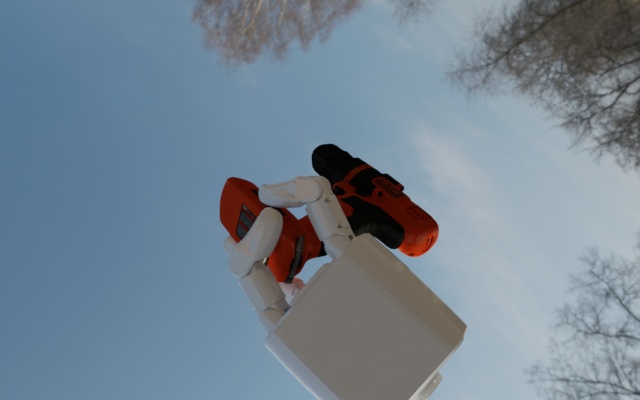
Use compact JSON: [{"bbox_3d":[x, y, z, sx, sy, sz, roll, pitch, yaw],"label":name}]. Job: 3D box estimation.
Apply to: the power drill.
[{"bbox_3d":[0.000,0.002,0.474,0.187,0.057,0.184,-13,40,-38],"label":"power drill"}]
